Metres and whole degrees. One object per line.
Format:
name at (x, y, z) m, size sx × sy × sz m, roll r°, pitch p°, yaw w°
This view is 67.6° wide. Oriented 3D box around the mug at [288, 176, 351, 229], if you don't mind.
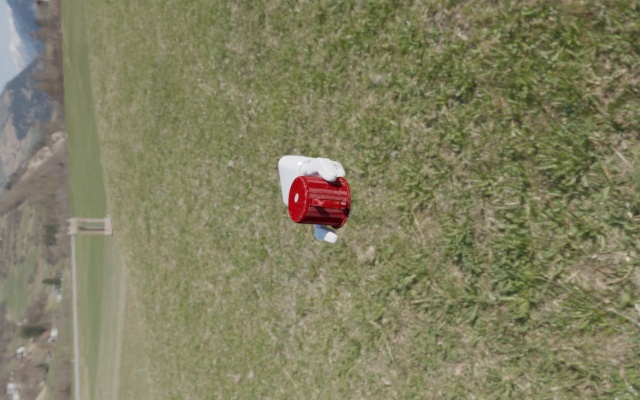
mug at (0.001, 0.003, 0.807) m, size 0.081 × 0.093 × 0.117 m, roll 4°, pitch 7°, yaw -26°
